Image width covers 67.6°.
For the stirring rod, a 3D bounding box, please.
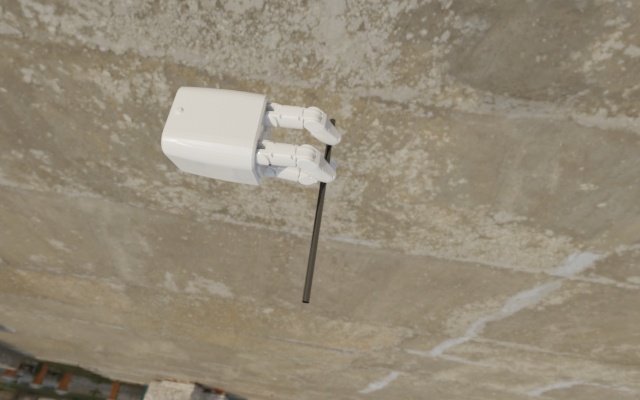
[{"bbox_3d":[0.000,0.002,0.556,0.011,0.239,0.011,7,-29,4],"label":"stirring rod"}]
